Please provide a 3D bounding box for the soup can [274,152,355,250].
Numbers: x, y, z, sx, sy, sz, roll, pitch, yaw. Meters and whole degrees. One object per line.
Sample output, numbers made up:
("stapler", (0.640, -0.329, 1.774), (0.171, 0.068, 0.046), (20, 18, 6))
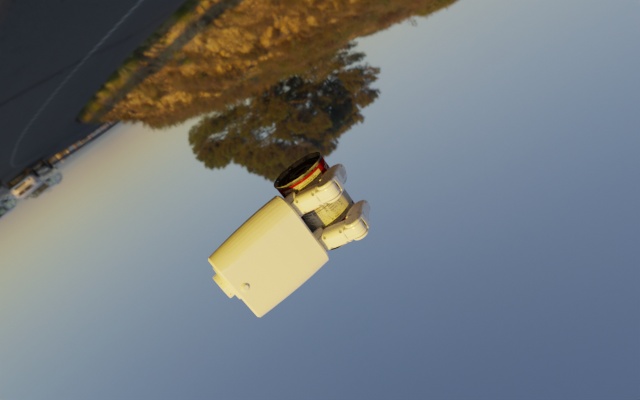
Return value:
("soup can", (0.001, 0.002, 0.581), (0.068, 0.102, 0.068), (-32, 20, 13))
